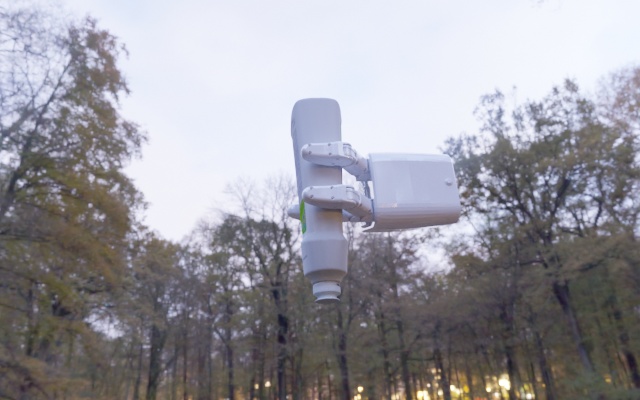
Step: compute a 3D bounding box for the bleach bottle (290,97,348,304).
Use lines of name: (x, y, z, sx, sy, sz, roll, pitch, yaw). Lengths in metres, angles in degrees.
bleach bottle: (0.000, 0.002, 0.591, 0.068, 0.250, 0.103, -2, -24, -4)
